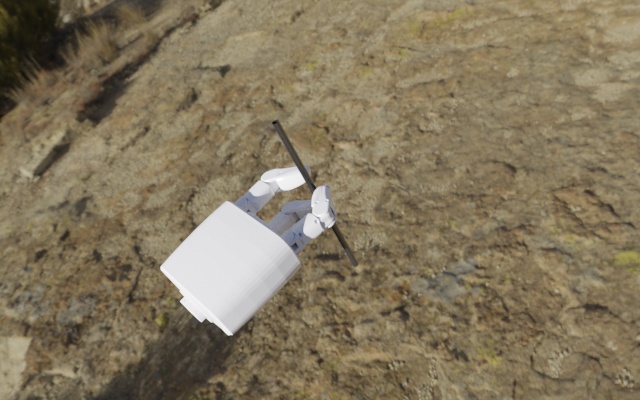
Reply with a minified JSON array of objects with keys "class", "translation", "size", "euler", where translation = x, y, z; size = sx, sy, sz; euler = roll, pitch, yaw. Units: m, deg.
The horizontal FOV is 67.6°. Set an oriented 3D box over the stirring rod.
[{"class":"stirring rod","translation":[0.000,0.002,0.574],"size":[0.011,0.240,0.011],"euler":[-18,38,15]}]
